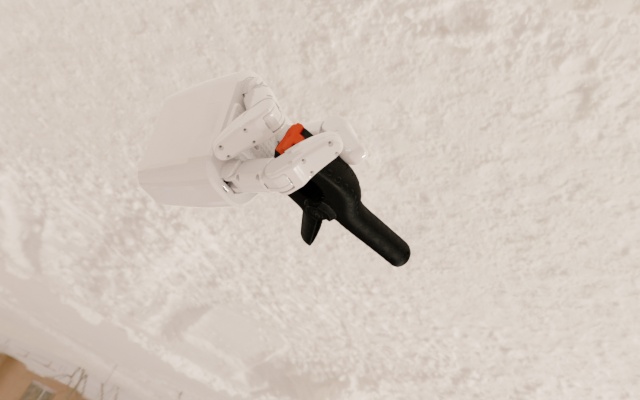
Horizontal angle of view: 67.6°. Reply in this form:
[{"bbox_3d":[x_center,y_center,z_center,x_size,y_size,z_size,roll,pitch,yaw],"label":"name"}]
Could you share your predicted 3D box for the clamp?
[{"bbox_3d":[0.000,0.002,0.432,0.120,0.039,0.171,-2,-42,37],"label":"clamp"}]
